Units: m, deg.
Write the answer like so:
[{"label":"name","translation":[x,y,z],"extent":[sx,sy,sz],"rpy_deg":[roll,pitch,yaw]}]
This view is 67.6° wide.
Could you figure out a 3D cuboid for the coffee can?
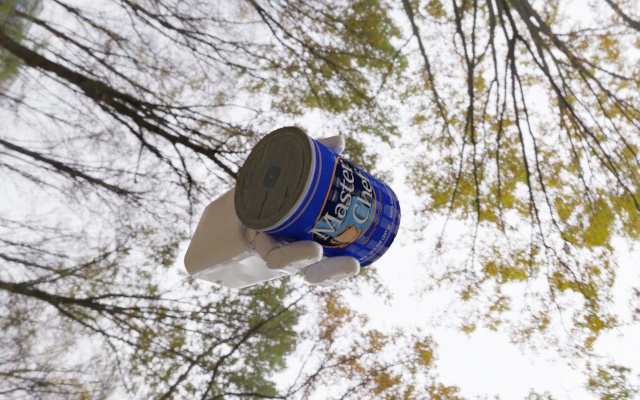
[{"label":"coffee can","translation":[0.000,0.001,0.481],"extent":[0.103,0.102,0.140],"rpy_deg":[0,-20,45]}]
